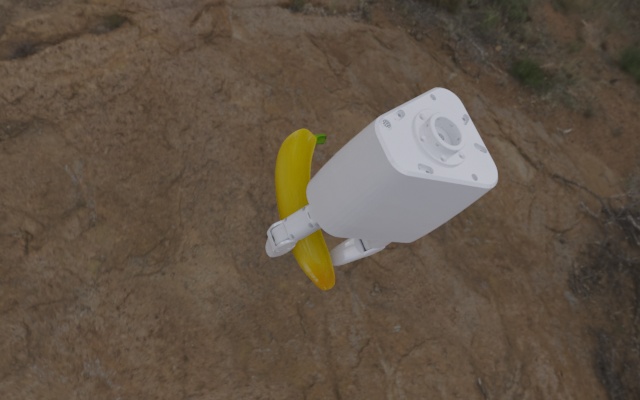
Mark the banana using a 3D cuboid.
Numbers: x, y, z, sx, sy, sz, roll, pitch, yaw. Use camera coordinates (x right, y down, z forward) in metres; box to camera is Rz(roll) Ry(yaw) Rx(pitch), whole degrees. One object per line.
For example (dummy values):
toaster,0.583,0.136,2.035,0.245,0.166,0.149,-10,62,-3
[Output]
banana,-0.016,-0.006,0.499,0.069,0.197,0.037,16,-35,-26
